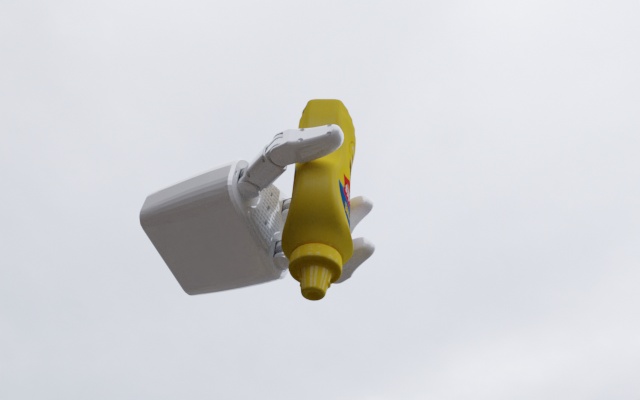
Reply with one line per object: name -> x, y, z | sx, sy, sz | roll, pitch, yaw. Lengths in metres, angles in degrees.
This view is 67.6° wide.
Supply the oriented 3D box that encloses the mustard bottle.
mustard bottle -> 0.000, 0.001, 0.415 | 0.058, 0.191, 0.096 | 2, -45, 4
